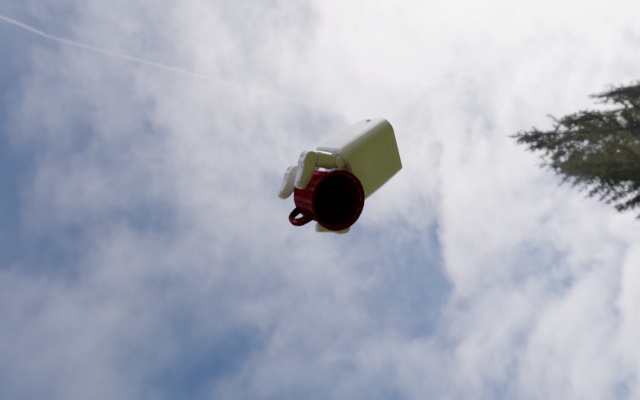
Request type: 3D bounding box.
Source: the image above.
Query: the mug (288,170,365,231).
[{"bbox_3d":[-0.001,0.003,0.745,0.117,0.093,0.081,-38,23,-18],"label":"mug"}]
